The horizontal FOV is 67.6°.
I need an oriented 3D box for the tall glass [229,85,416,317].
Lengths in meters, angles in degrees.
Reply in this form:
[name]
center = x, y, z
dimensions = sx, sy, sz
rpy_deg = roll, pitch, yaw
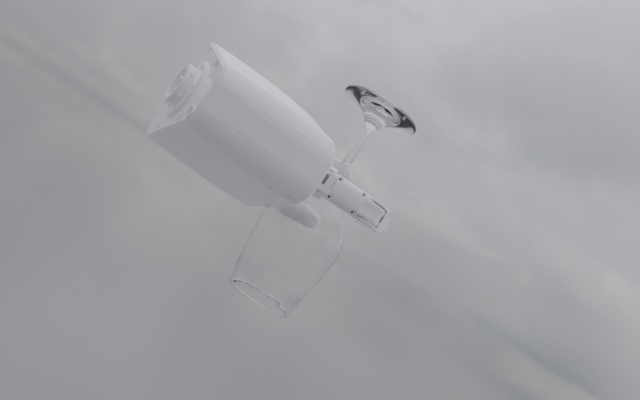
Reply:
[tall glass]
center = 0.001, 0.001, 0.424
dimensions = 0.079, 0.201, 0.079
rpy_deg = 33, -4, 3
